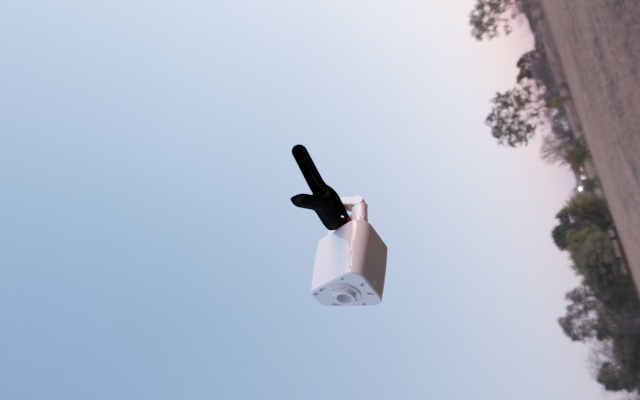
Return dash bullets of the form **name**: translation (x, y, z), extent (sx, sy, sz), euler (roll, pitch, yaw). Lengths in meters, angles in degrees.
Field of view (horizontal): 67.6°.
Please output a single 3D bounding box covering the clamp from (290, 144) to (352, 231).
- **clamp**: translation (0.000, 0.003, 0.770), extent (0.039, 0.120, 0.171), euler (-19, -52, 28)
